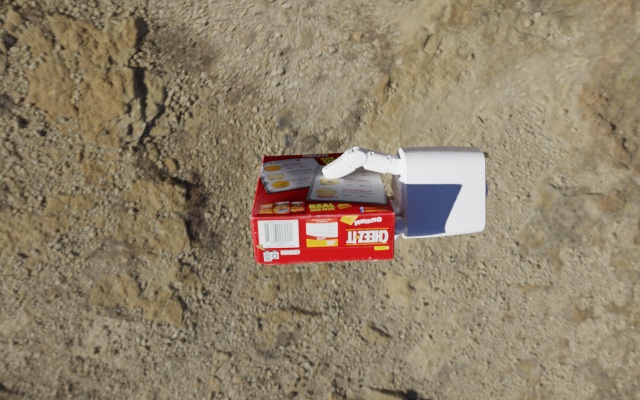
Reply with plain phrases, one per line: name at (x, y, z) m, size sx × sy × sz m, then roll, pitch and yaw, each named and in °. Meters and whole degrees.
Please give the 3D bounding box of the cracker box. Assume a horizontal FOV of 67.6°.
cracker box at (0.000, 0.002, 0.635) m, size 0.164 × 0.072 × 0.213 m, roll -2°, pitch 24°, yaw -2°
